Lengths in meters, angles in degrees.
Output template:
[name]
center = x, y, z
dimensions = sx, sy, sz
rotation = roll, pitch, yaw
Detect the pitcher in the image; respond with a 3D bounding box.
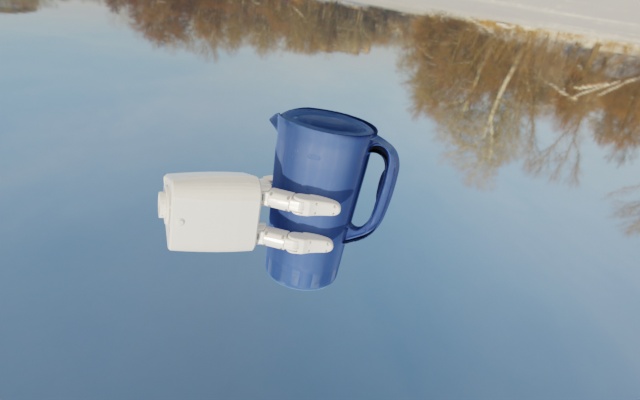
[pitcher]
center = 0.000, 0.002, 0.663
dimensions = 0.145, 0.243, 0.149
rotation = 0, 25, -24
